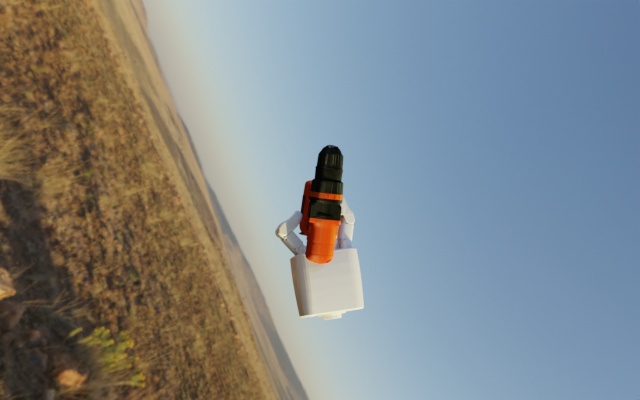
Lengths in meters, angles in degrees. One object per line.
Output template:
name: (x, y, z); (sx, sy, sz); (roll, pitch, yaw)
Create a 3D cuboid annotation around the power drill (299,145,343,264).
power drill: (0.000, 0.003, 0.807); (0.057, 0.184, 0.187); (8, 2, -4)
